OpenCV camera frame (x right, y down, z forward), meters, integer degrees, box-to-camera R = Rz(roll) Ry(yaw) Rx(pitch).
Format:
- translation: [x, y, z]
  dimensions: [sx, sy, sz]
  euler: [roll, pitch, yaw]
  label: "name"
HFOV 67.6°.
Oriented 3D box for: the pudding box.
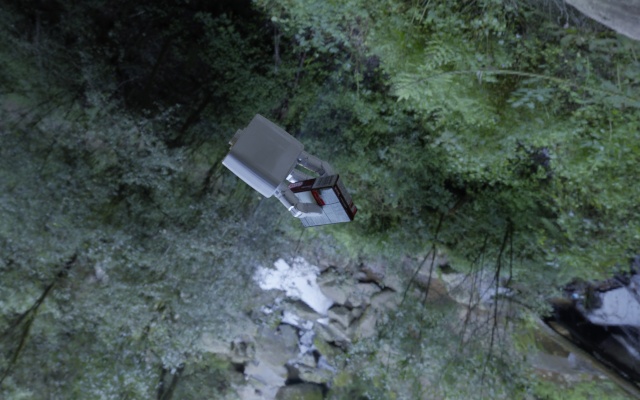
- translation: [0.000, 0.003, 0.898]
  dimensions: [0.113, 0.090, 0.039]
  euler: [-8, 38, 33]
  label: "pudding box"
